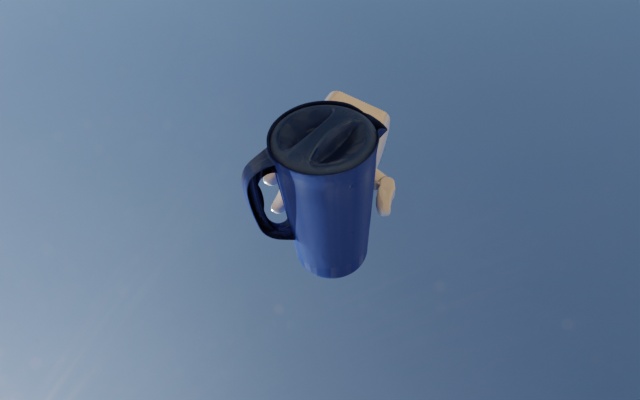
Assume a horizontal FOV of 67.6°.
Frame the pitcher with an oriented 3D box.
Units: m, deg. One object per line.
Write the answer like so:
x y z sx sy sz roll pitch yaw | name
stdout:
0.000 0.002 0.641 0.149 0.145 0.243 13 -39 16 | pitcher
